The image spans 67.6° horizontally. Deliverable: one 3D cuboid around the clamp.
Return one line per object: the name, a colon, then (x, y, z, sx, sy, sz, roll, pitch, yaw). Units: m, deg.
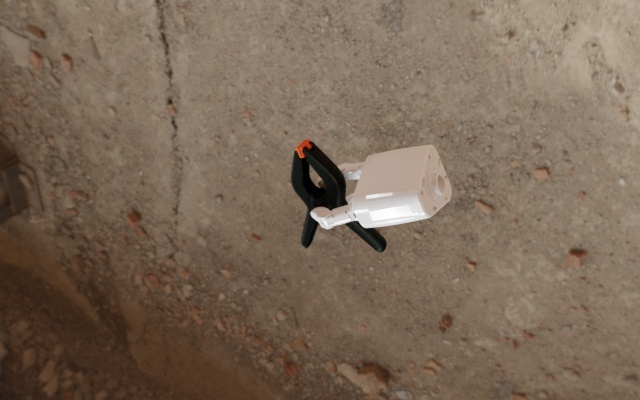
clamp: (0.000, 0.003, 0.773, 0.164, 0.210, 0.036, -9, 28, 38)
